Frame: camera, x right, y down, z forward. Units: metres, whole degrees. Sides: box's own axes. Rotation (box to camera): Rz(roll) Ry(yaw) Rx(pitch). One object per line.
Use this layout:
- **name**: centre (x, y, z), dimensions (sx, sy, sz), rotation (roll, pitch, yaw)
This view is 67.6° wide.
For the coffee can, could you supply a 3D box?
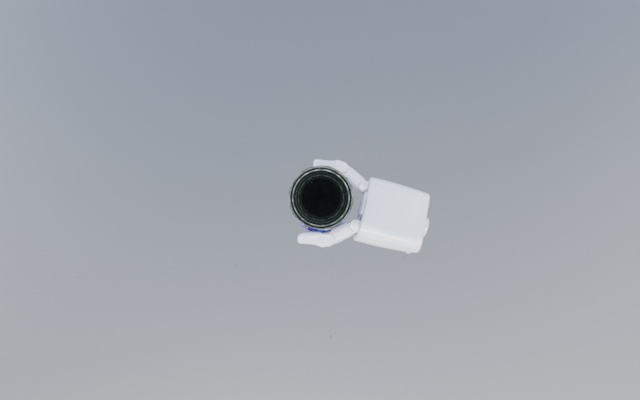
- **coffee can**: centre (0.000, 0.003, 0.816), dimensions (0.103, 0.103, 0.140), rotation (0, -6, 0)
